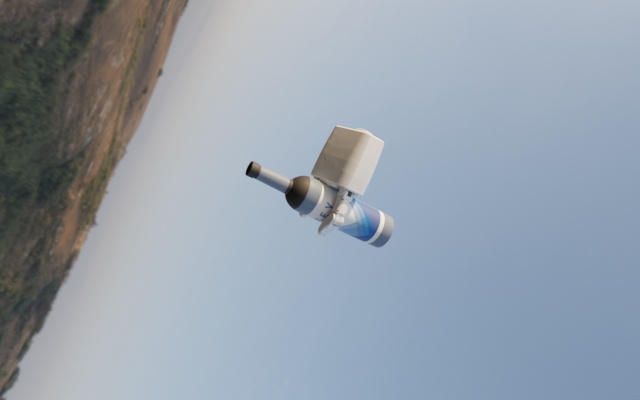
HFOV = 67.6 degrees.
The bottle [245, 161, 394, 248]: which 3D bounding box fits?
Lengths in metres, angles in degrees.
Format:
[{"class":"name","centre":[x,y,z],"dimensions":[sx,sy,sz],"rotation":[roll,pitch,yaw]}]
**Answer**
[{"class":"bottle","centre":[0.000,0.003,0.870],"dimensions":[0.296,0.069,0.069],"rotation":[25,-11,-24]}]
